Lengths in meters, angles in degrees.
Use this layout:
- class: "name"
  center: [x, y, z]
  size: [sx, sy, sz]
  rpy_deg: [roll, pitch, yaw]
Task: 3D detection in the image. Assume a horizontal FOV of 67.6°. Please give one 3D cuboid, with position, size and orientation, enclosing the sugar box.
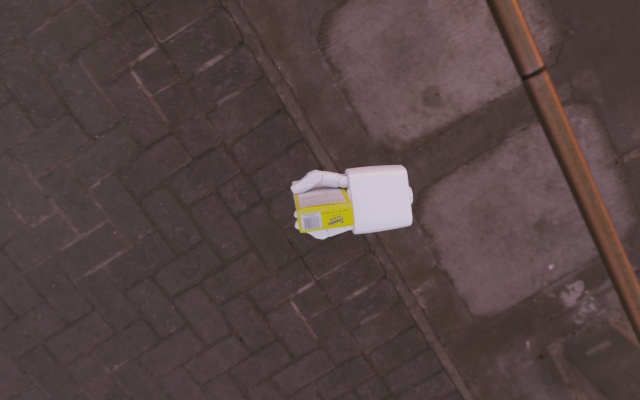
- class: "sugar box"
  center: [0.000, 0.003, 0.853]
  size: [0.093, 0.048, 0.176]
  rpy_deg: [-7, 16, -3]
